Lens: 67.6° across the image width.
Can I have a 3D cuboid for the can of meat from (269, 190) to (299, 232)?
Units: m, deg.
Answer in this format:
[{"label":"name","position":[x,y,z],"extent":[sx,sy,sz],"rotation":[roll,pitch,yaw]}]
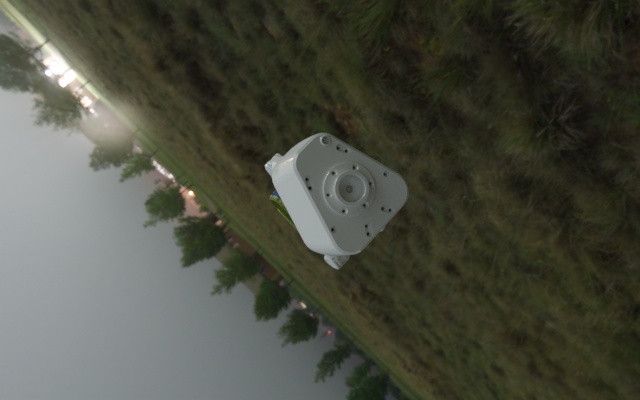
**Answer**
[{"label":"can of meat","position":[0.000,0.002,0.581],"extent":[0.084,0.102,0.057],"rotation":[-46,13,-12]}]
